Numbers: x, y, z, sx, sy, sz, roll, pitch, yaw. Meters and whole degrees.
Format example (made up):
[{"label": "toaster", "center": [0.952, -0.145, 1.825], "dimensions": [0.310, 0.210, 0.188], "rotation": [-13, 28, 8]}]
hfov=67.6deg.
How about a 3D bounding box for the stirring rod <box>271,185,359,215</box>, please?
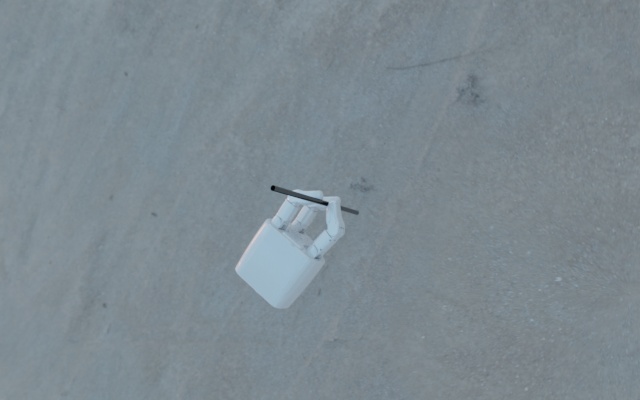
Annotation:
[{"label": "stirring rod", "center": [0.000, 0.003, 0.744], "dimensions": [0.011, 0.011, 0.239], "rotation": [0, -9, 33]}]
